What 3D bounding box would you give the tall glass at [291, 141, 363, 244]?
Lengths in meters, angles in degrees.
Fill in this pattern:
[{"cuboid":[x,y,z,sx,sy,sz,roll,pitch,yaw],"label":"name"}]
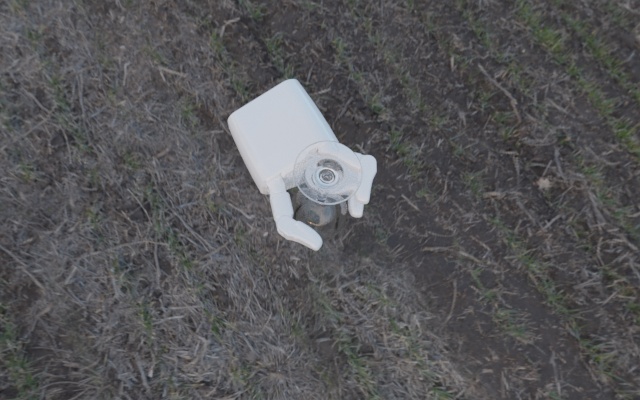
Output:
[{"cuboid":[0.000,0.002,0.602,0.079,0.079,0.201,0,-20,-5],"label":"tall glass"}]
